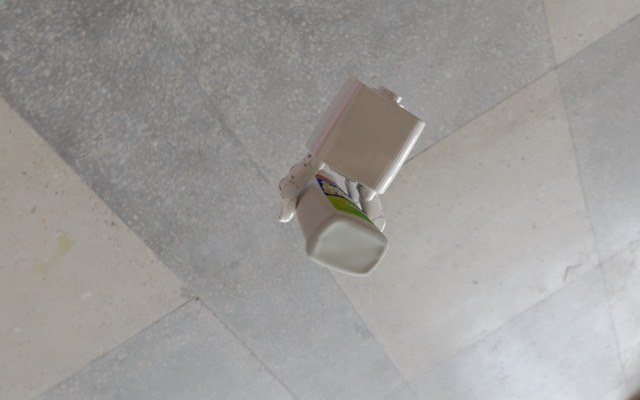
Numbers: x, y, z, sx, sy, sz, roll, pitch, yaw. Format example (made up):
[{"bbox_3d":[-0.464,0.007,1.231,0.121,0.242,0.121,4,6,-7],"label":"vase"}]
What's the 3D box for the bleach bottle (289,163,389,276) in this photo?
[{"bbox_3d":[0.000,0.002,0.657,0.102,0.068,0.250,24,16,-28],"label":"bleach bottle"}]
